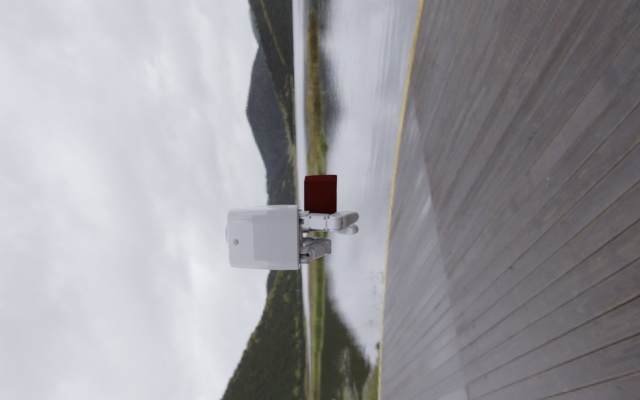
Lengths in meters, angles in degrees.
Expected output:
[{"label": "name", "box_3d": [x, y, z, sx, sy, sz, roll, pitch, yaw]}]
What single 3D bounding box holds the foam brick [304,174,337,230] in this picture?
[{"label": "foam brick", "box_3d": [0.000, 0.002, 0.737, 0.051, 0.078, 0.053, 1, 14, 2]}]
